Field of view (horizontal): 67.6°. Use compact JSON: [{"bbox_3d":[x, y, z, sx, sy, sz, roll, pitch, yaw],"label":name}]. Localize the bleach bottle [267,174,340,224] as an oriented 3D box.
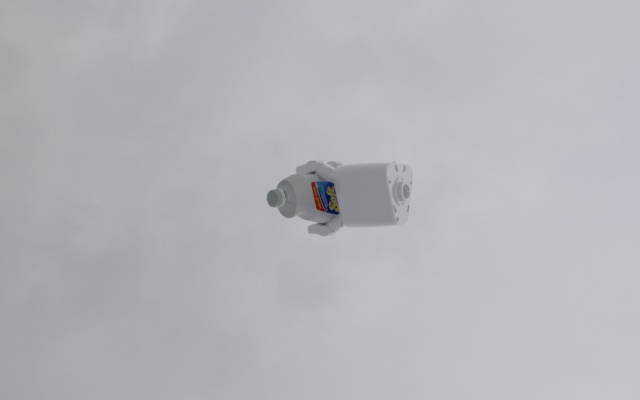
[{"bbox_3d":[0.000,0.003,0.881,0.068,0.102,0.251,-1,0,39],"label":"bleach bottle"}]
